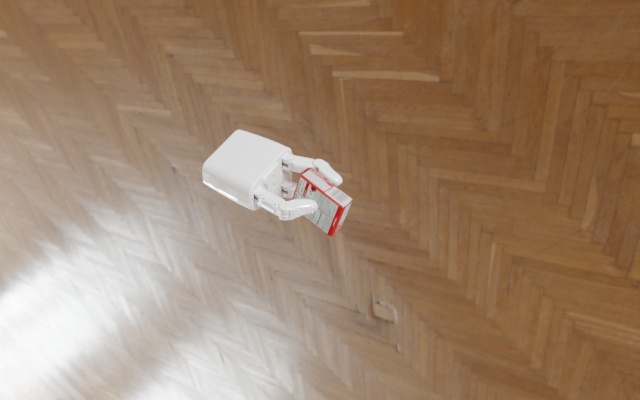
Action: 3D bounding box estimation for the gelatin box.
[{"bbox_3d":[0.000,0.003,0.743,0.089,0.073,0.030,38,48,17],"label":"gelatin box"}]
